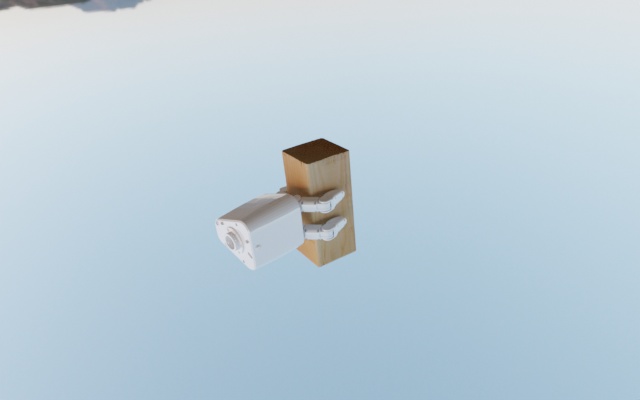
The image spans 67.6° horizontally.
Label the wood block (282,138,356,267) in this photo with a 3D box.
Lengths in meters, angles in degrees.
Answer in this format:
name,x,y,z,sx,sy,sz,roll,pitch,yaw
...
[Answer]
name,x,y,z,sx,sy,sz,roll,pitch,yaw
wood block,0.000,0.003,0.875,0.090,0.206,0.090,-21,32,-27
